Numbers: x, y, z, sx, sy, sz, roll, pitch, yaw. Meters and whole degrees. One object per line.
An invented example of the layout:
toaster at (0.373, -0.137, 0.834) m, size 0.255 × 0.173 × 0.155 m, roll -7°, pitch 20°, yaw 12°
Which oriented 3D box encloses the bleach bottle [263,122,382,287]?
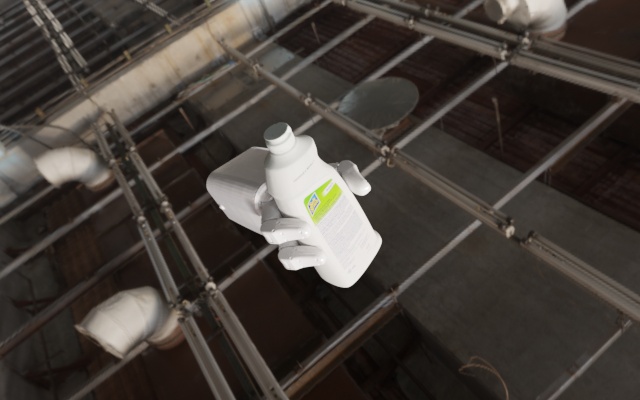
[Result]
bleach bottle at (0.000, 0.002, 0.593) m, size 0.068 × 0.102 × 0.251 m, roll 17°, pitch -32°, yaw 37°
